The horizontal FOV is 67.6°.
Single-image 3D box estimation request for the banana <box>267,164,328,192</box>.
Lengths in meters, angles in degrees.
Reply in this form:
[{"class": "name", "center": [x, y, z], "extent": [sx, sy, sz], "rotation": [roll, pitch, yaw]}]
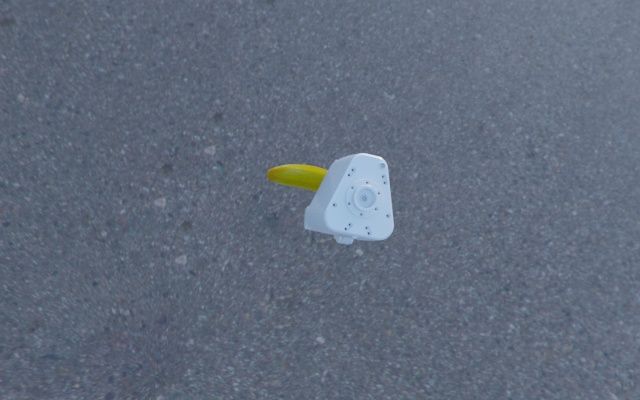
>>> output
[{"class": "banana", "center": [0.014, -0.011, 0.746], "extent": [0.198, 0.069, 0.037], "rotation": [34, 11, -13]}]
